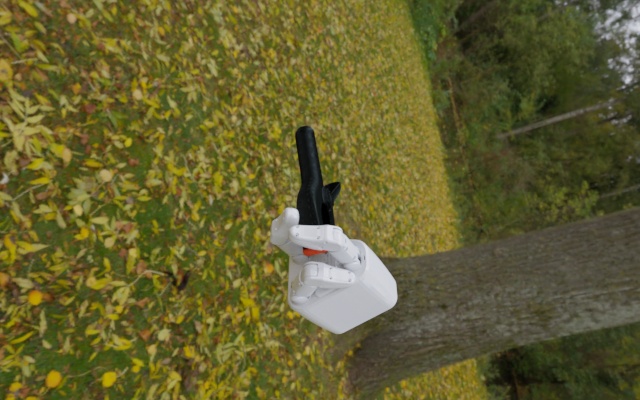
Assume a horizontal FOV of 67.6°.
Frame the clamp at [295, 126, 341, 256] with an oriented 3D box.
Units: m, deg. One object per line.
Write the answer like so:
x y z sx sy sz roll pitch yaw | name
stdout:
0.001 0.002 0.602 0.039 0.171 0.120 -16 -38 23 | clamp
